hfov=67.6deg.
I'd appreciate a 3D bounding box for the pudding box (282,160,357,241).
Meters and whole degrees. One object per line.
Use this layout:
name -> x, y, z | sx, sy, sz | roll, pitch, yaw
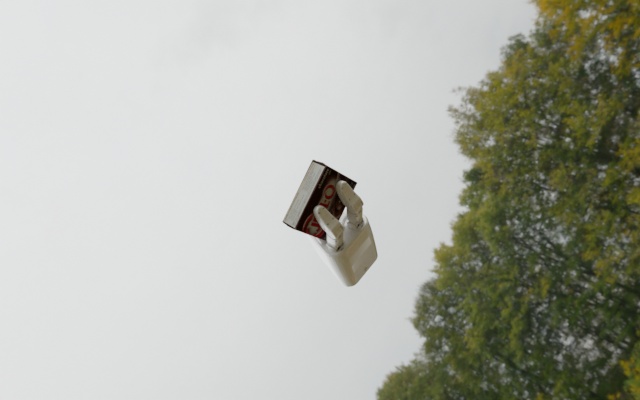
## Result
pudding box -> 0.000, 0.002, 0.766 | 0.039, 0.113, 0.090 | 24, 0, 39
